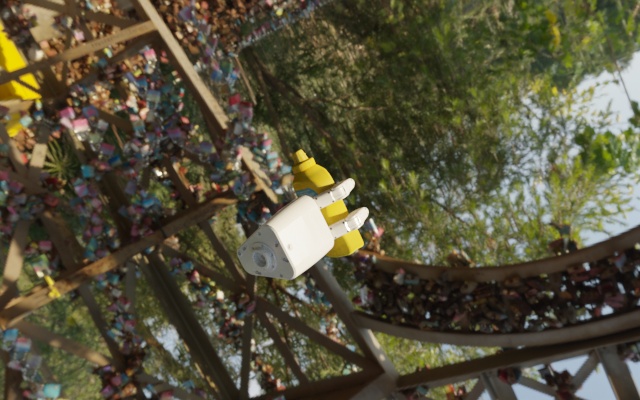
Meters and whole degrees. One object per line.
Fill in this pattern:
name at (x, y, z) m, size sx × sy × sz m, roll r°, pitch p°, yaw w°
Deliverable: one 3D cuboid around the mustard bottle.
mustard bottle at (0.000, 0.003, 0.821) m, size 0.058 × 0.191 × 0.096 m, roll -30°, pitch 9°, yaw -26°
